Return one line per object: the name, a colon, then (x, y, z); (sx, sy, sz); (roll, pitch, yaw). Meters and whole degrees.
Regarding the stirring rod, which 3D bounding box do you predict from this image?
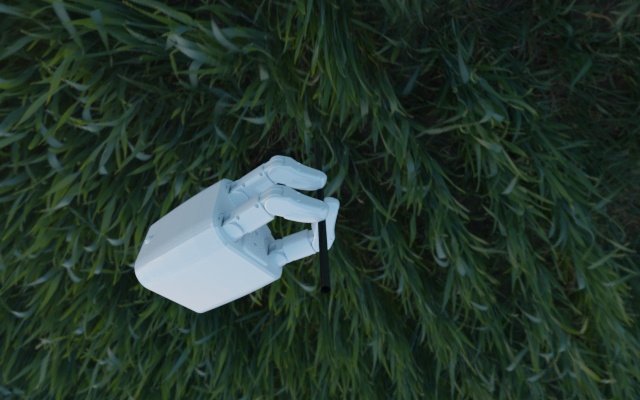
stirring rod: (0.000, 0.002, 0.471); (0.011, 0.011, 0.239); (0, 35, -2)
